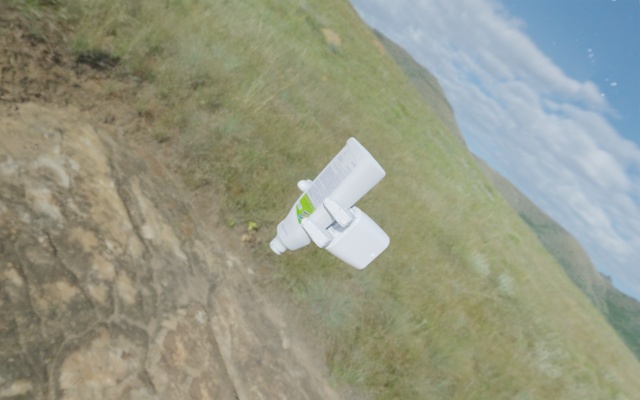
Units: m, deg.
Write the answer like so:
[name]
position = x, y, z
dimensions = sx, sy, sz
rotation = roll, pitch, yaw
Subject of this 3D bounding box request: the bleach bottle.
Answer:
[bleach bottle]
position = 0.000, 0.003, 0.890
dimensions = 0.068, 0.251, 0.102
rotation = 39, 14, -35
